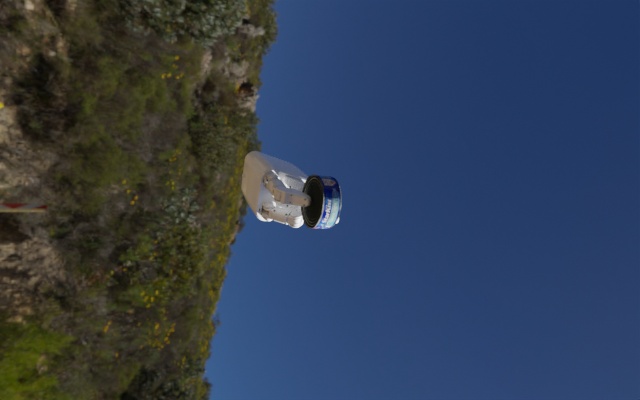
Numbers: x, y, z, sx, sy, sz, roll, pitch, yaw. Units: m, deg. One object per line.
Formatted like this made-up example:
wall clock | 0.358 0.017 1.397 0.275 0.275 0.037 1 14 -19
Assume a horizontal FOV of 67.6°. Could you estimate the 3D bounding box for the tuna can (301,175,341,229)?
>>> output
tuna can | 0.001 0.003 0.760 0.034 0.086 0.086 3 -1 -25
